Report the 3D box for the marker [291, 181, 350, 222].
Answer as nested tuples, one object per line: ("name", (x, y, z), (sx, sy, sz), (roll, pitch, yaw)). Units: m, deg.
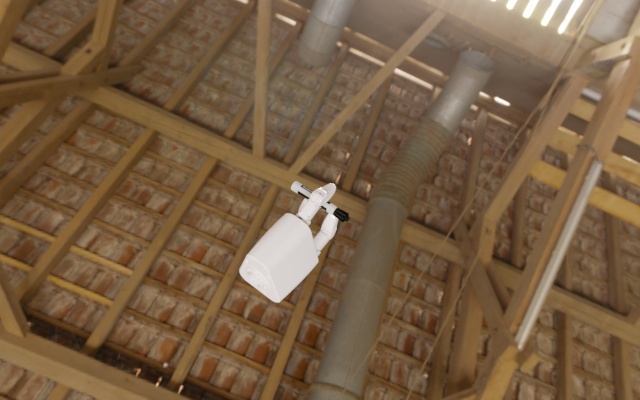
("marker", (0.000, 0.003, 0.845), (0.121, 0.020, 0.020), (32, 12, 19))
